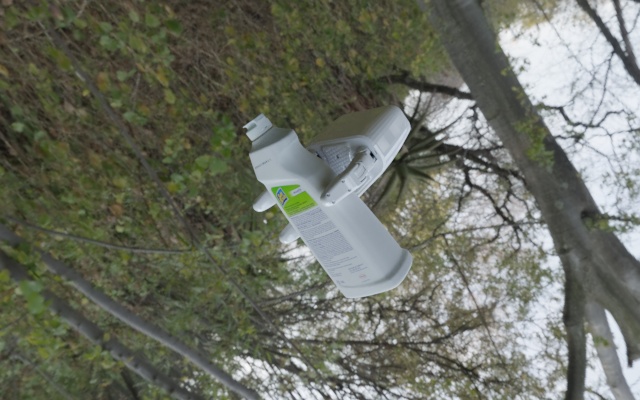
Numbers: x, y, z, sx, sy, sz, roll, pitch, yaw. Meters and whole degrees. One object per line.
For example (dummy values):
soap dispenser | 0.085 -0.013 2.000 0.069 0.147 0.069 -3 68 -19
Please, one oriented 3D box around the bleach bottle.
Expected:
bleach bottle | 0.000 0.002 0.574 0.102 0.251 0.068 -25 18 42
